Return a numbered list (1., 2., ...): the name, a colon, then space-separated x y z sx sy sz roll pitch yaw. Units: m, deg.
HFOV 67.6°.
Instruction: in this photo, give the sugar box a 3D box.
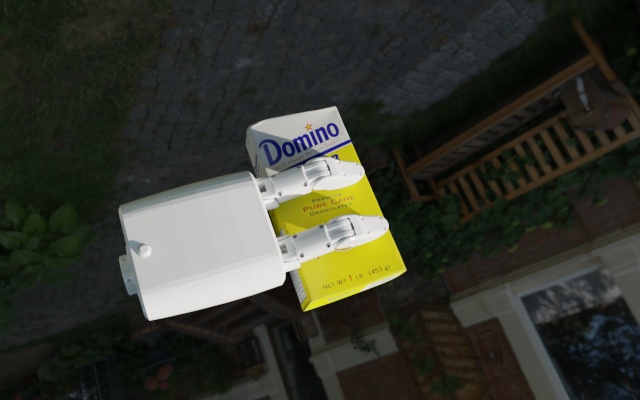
1. sugar box: 0.000 0.001 0.441 0.093 0.176 0.048 -15 -18 -18
